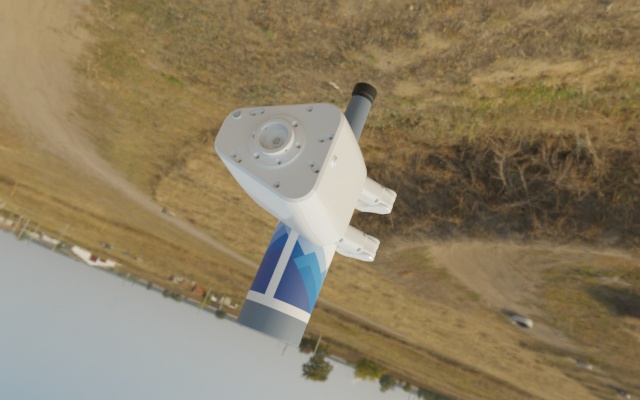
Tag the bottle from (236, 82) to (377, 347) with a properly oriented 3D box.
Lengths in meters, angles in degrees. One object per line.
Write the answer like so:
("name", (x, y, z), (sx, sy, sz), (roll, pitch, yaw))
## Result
("bottle", (0.000, 0.002, 0.512), (0.069, 0.295, 0.069), (20, -16, 6))
